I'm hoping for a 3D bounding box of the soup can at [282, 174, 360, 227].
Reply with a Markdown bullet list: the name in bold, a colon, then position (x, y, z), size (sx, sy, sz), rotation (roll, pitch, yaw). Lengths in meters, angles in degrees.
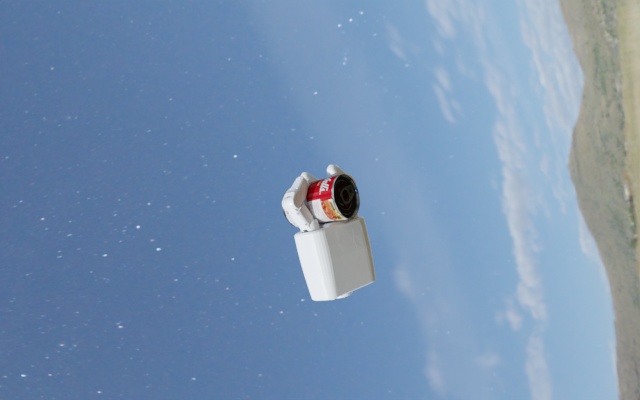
- **soup can**: position (0.000, 0.002, 0.736), size (0.102, 0.068, 0.068), rotation (-12, -7, 37)
